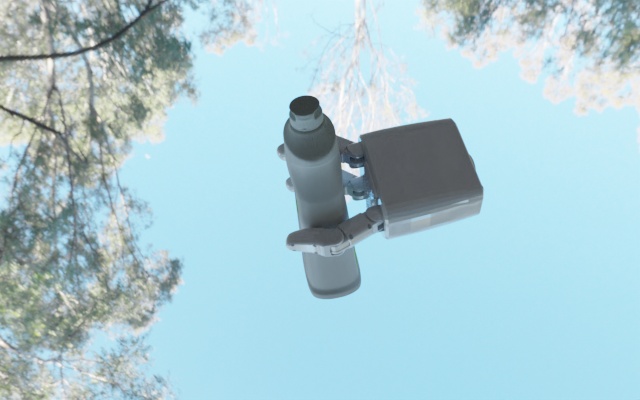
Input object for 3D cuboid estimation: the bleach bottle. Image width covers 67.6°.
[{"bbox_3d":[0.000,0.002,0.515,0.068,0.102,0.251,-12,-40,-2],"label":"bleach bottle"}]
